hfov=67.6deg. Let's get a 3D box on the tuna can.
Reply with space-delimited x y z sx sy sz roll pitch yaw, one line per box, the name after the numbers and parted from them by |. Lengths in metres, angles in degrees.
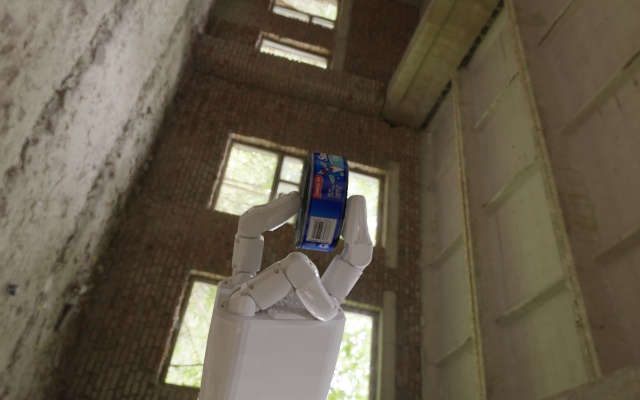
0.001 0.001 0.419 0.034 0.086 0.086 8 -1 -7 | tuna can
